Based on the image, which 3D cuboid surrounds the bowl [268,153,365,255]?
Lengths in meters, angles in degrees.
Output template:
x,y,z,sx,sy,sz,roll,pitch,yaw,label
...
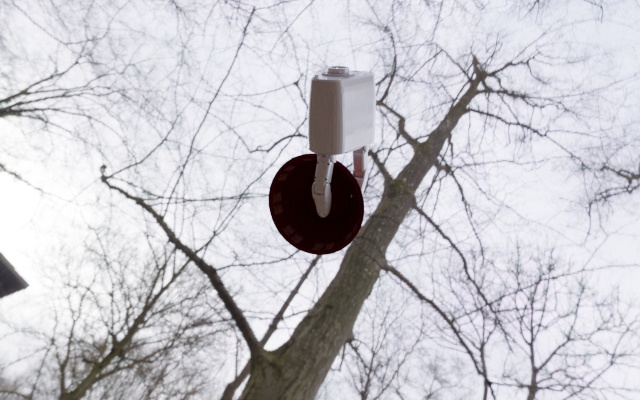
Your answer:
x,y,z,sx,sy,sz,roll,pitch,yaw,label
0.000,0.004,0.761,0.162,0.162,0.055,0,11,23,bowl
